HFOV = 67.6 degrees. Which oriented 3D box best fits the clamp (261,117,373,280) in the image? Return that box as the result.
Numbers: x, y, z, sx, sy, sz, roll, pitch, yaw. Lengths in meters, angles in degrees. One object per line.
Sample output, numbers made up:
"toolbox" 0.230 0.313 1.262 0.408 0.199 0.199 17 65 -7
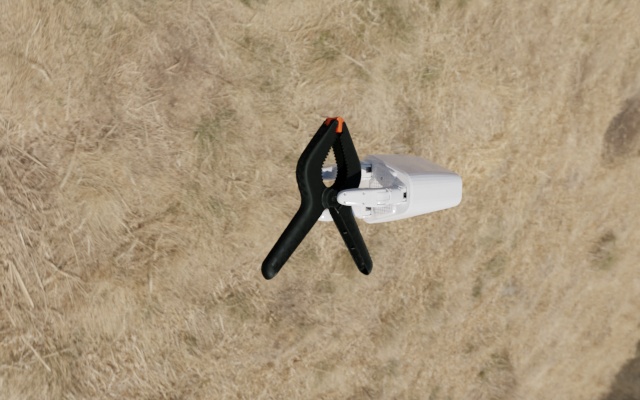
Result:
"clamp" 0.001 0.001 0.594 0.164 0.210 0.036 -5 8 -35
